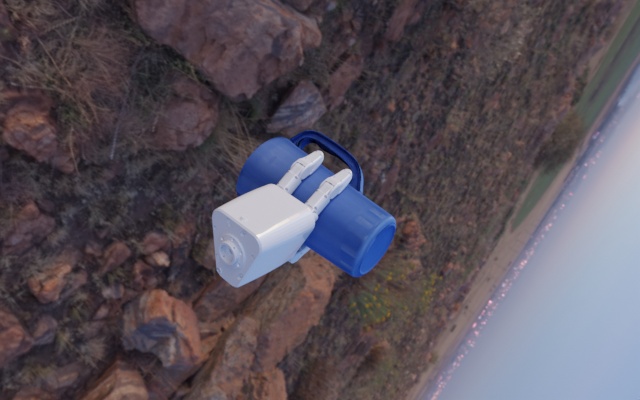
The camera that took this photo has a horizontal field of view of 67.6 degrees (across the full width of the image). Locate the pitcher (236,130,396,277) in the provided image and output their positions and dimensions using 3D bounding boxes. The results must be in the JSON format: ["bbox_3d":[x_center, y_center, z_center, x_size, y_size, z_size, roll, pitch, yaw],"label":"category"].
[{"bbox_3d":[0.000,0.003,0.755,0.242,0.149,0.145,34,35,24],"label":"pitcher"}]
